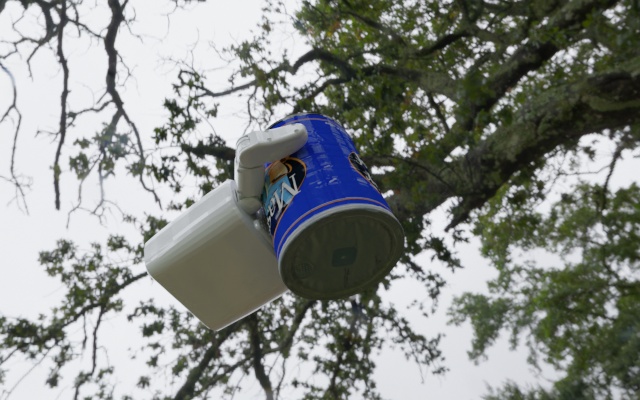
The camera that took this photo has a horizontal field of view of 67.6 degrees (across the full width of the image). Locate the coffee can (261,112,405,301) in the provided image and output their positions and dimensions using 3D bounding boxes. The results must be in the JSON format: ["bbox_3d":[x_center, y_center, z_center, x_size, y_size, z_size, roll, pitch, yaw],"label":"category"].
[{"bbox_3d":[0.000,0.001,0.423,0.103,0.103,0.140,0,39,-20],"label":"coffee can"}]
